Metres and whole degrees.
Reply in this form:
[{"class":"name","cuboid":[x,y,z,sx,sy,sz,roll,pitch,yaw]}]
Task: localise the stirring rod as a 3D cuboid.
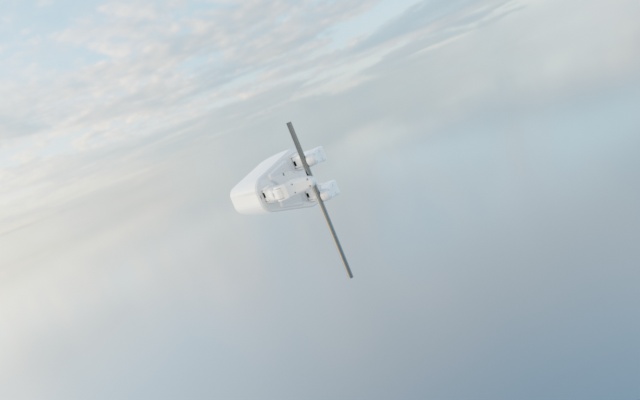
[{"class":"stirring rod","cuboid":[0.000,0.002,0.679,0.011,0.239,0.011,-21,9,3]}]
